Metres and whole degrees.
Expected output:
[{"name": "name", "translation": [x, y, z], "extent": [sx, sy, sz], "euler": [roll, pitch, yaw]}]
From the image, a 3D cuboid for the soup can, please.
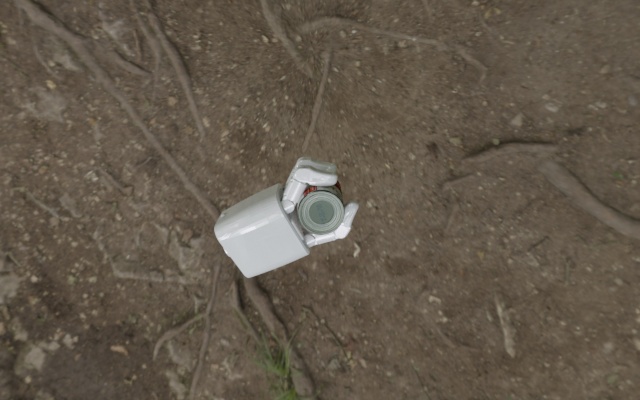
[{"name": "soup can", "translation": [0.001, 0.002, 0.708], "extent": [0.068, 0.068, 0.102], "euler": [0, 18, -1]}]
